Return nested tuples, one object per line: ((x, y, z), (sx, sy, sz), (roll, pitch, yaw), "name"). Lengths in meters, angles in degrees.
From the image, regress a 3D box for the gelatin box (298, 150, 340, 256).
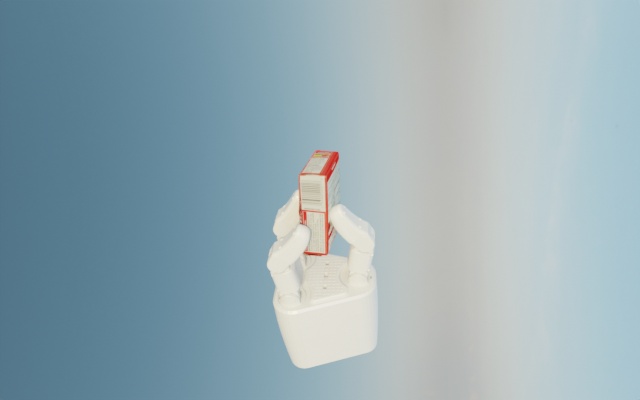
((0.001, 0.001, 0.491), (0.030, 0.089, 0.073), (4, 25, 11), "gelatin box")
